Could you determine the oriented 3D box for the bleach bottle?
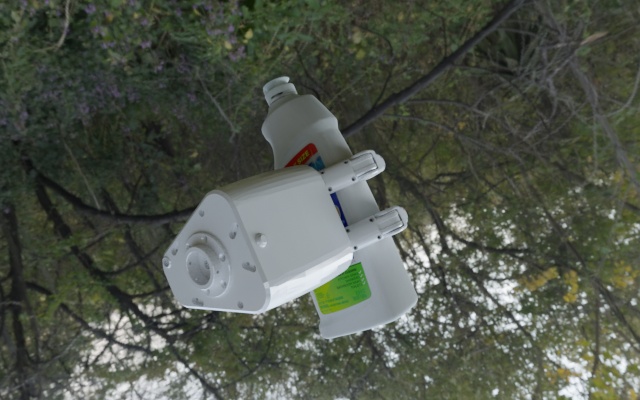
[{"bbox_3d":[0.000,0.002,0.470,0.102,0.251,0.068,-27,-5,36],"label":"bleach bottle"}]
